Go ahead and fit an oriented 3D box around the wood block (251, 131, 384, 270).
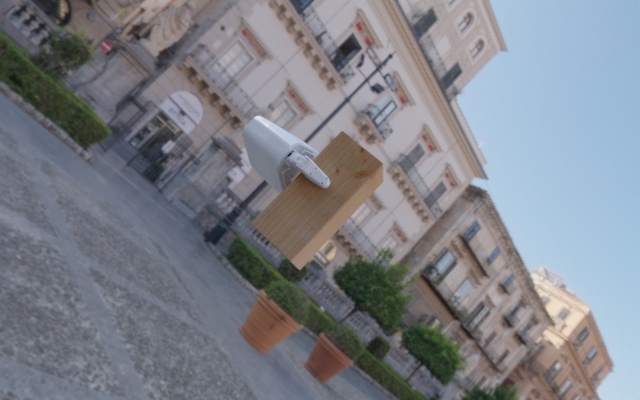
[{"bbox_3d":[0.000,0.002,0.770,0.090,0.206,0.091,41,-7,17],"label":"wood block"}]
